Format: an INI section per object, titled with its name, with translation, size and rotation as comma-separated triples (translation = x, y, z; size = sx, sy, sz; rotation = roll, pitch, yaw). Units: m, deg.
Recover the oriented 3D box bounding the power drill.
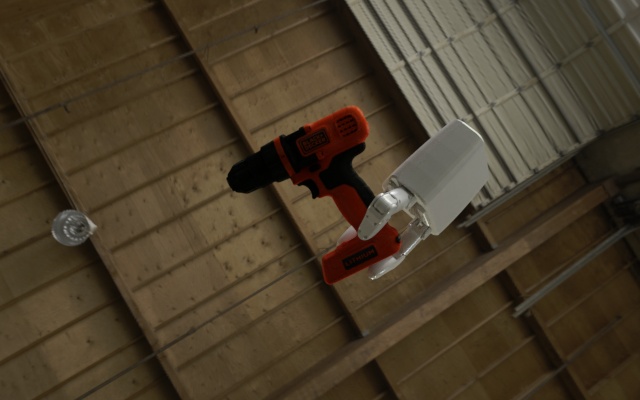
[power drill]
translation = 0.001, 0.002, 0.579
size = 0.184, 0.187, 0.057
rotation = -26, 3, 7
